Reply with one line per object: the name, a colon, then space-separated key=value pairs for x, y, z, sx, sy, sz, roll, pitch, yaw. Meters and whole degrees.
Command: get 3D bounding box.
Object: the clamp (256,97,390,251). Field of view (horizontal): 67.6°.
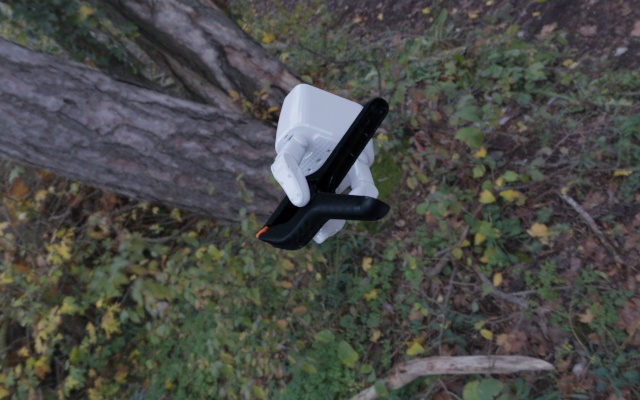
clamp: x=-0.001 y=0.001 z=0.507 sx=0.036 sy=0.164 sz=0.210 roll=33 pitch=-56 yaw=-23
